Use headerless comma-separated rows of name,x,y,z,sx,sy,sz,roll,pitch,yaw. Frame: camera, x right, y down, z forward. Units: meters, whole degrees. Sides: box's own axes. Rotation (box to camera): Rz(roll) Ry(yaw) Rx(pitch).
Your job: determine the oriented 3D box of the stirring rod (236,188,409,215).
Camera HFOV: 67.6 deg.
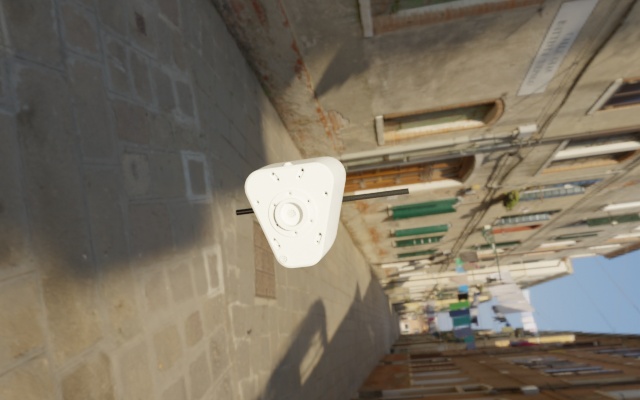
stirring rod,0.000,0.002,0.656,0.239,0.011,0.011,-7,-1,8
